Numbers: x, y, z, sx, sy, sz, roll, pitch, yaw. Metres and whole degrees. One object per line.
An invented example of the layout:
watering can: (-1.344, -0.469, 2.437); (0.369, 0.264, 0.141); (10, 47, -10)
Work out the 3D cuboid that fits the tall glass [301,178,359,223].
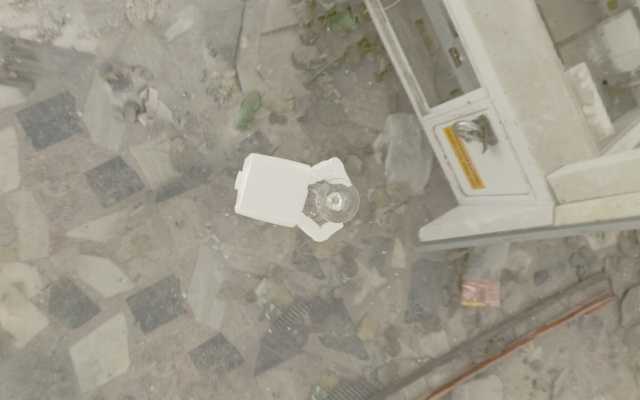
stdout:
tall glass: (0.000, 0.003, 0.871); (0.079, 0.079, 0.201); (0, -2, -16)
